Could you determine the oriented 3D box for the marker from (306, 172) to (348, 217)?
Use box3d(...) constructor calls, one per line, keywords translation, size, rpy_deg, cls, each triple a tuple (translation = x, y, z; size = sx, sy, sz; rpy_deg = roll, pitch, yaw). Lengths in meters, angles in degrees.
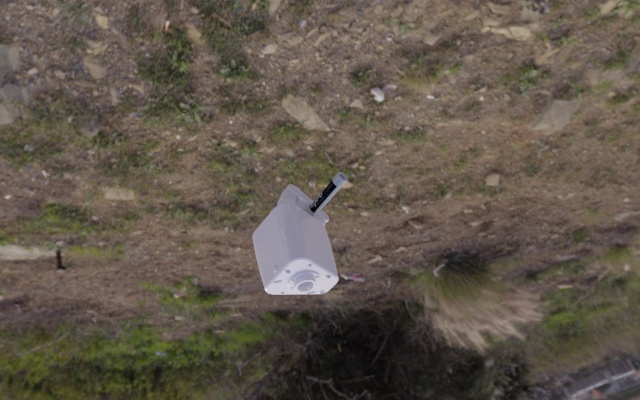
box3d(translation=(0.000, 0.002, 0.760), size=(0.020, 0.020, 0.121), rpy_deg=(0, -41, -49), cls="marker")
